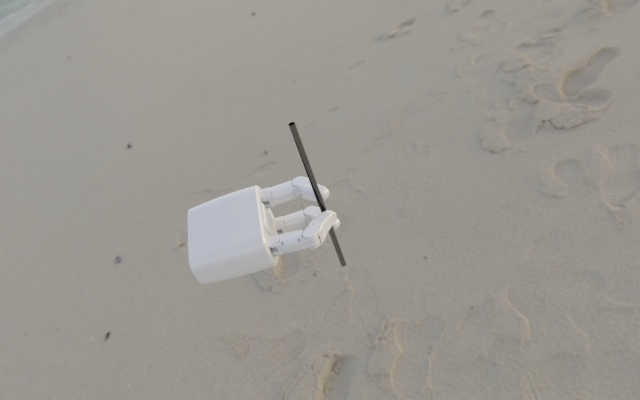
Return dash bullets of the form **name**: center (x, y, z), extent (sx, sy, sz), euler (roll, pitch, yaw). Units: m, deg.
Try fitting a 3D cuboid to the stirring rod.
- **stirring rod**: center (0.000, 0.002, 0.627), extent (0.011, 0.240, 0.011), euler (-13, 37, 10)
